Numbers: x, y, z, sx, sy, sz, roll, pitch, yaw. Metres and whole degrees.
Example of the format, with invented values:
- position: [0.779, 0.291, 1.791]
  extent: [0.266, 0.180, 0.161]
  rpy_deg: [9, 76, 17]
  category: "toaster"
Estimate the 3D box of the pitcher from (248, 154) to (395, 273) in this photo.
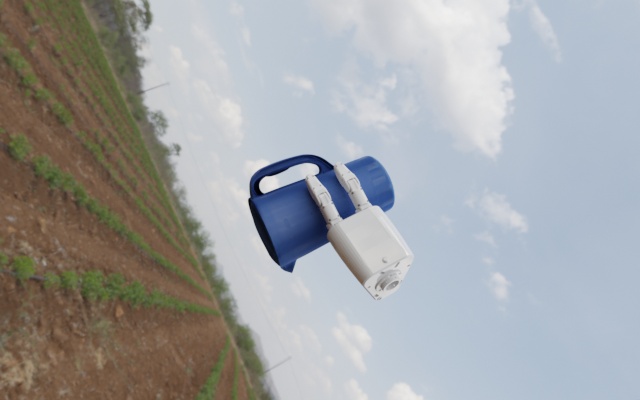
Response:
- position: [0.000, 0.003, 0.838]
  extent: [0.243, 0.145, 0.149]
  rpy_deg: [-24, -35, -14]
  category: "pitcher"
